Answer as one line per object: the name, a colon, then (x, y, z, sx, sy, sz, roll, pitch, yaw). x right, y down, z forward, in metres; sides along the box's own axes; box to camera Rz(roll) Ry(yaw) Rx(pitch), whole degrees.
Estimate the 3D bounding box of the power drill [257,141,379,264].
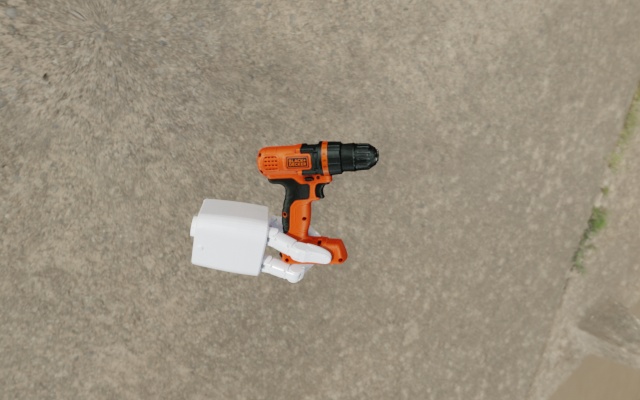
power drill: (0.000, 0.003, 0.736, 0.184, 0.188, 0.057, -1, 12, 11)
